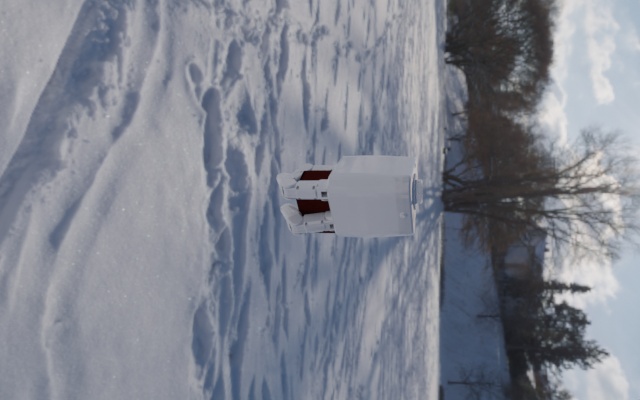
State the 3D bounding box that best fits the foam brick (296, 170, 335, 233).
[{"bbox_3d":[0.000,0.002,0.687,0.051,0.078,0.053,1,41,17],"label":"foam brick"}]
